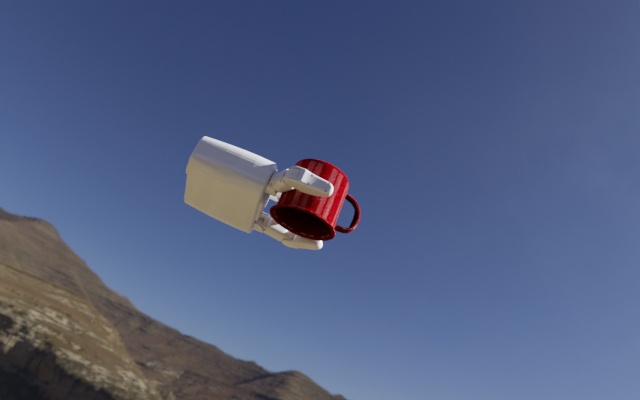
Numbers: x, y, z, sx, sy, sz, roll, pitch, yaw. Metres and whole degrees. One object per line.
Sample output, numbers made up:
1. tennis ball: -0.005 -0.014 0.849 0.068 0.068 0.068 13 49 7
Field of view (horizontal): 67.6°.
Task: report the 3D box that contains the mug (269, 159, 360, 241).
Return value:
1. mug: 0.002 0.002 0.649 0.117 0.081 0.093 24 -25 -3
